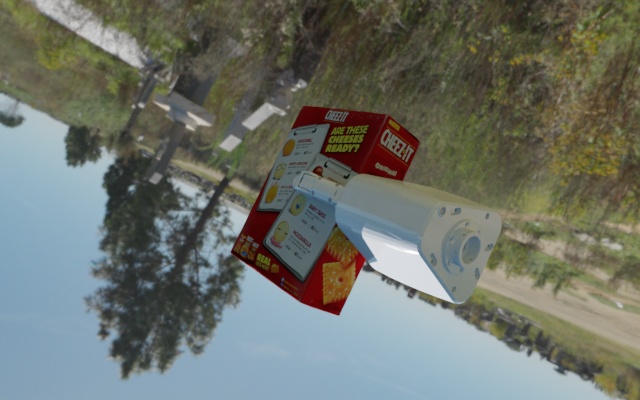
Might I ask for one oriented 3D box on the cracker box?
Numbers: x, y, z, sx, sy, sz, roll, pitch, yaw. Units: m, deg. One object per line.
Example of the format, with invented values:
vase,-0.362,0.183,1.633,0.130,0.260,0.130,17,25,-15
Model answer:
cracker box,0.000,0.002,0.564,0.072,0.213,0.164,30,-5,-38
